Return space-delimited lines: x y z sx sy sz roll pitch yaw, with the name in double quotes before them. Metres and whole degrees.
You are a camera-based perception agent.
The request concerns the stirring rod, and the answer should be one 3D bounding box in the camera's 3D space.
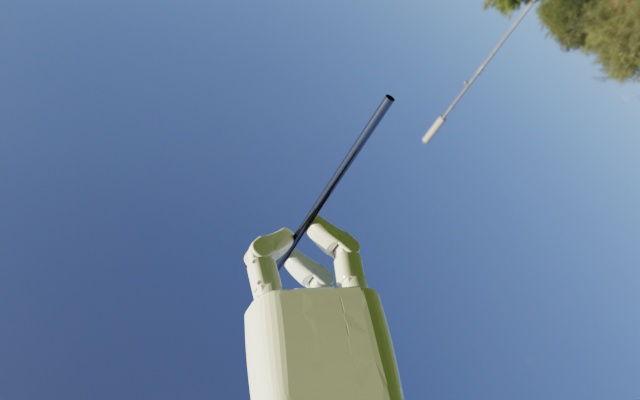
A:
"stirring rod" 0.000 0.001 0.437 0.011 0.011 0.240 0 -42 -36
